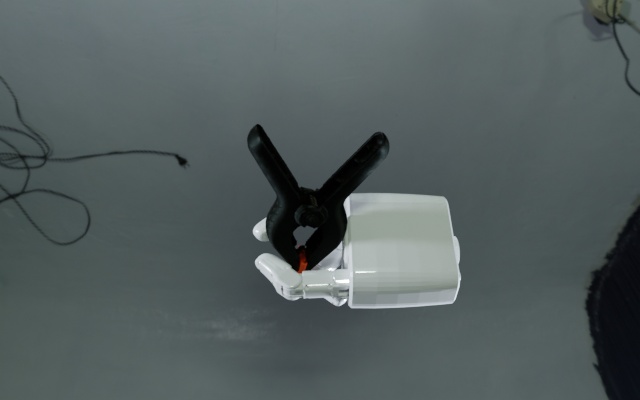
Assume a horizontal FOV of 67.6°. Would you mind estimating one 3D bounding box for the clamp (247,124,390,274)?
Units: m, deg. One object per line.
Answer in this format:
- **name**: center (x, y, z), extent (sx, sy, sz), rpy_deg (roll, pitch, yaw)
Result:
- **clamp**: center (0.000, 0.002, 0.445), extent (0.120, 0.172, 0.039), rpy_deg (-1, 43, 0)
